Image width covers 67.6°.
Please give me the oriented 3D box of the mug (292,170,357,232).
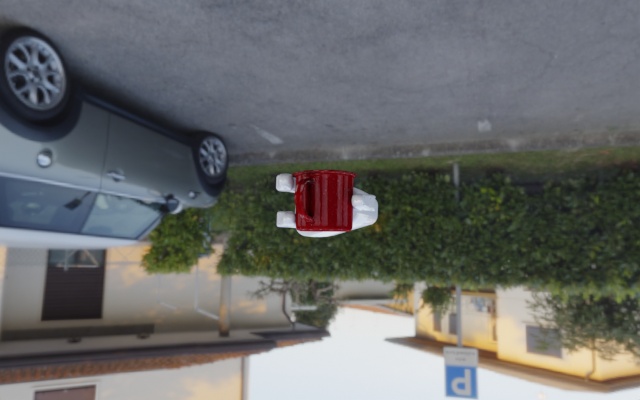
[{"bbox_3d":[0.000,0.002,0.668,0.093,0.081,0.117,-2,-6,27],"label":"mug"}]
